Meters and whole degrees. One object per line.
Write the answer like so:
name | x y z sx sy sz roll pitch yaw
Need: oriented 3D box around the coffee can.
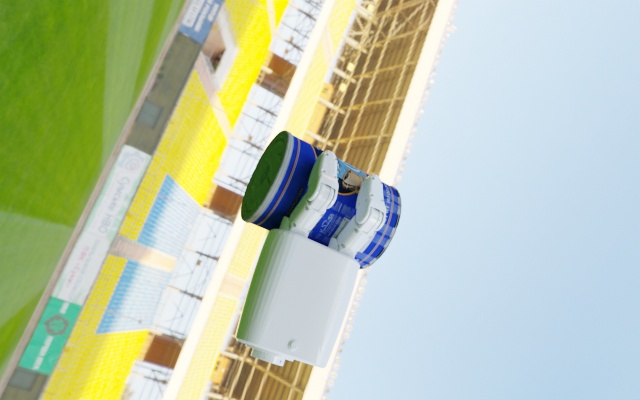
coffee can | 0.000 0.001 0.512 0.140 0.103 0.103 25 -10 -21
